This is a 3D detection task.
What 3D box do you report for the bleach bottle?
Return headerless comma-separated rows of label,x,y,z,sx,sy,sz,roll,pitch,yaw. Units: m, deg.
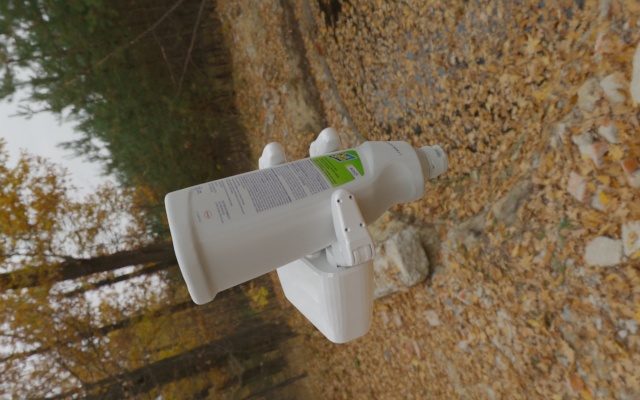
bleach bottle,0.000,0.001,0.419,0.251,0.068,0.102,-17,39,-13
